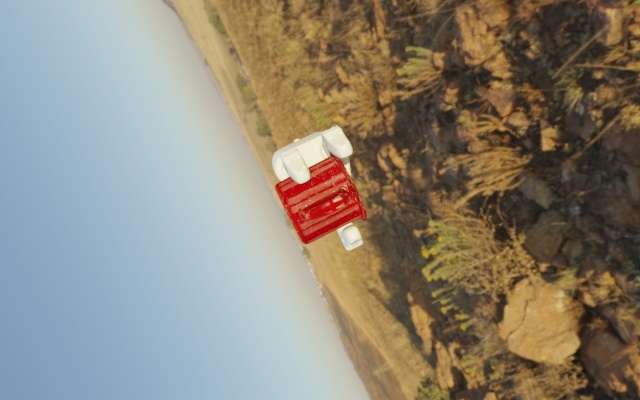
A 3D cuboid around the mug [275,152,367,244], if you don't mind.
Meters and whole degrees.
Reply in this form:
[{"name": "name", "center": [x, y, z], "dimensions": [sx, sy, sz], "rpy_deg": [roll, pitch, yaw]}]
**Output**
[{"name": "mug", "center": [0.000, 0.002, 0.556], "dimensions": [0.081, 0.093, 0.117], "rpy_deg": [-27, 13, -4]}]
